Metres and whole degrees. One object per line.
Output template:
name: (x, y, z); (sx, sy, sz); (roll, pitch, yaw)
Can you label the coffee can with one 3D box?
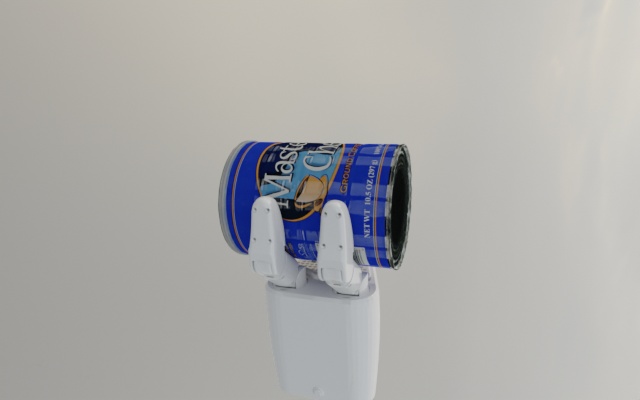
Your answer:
coffee can: (0.000, 0.001, 0.408); (0.140, 0.103, 0.103); (3, 1, 19)
